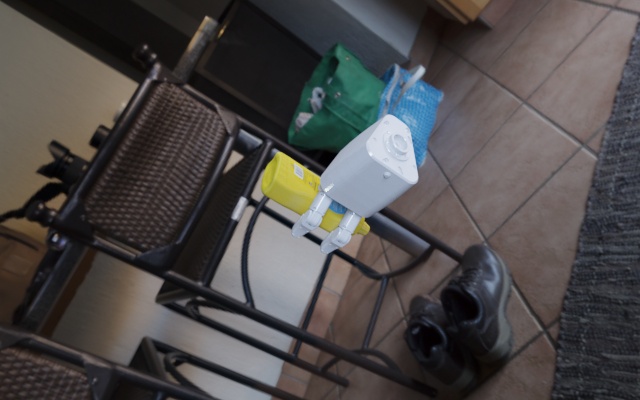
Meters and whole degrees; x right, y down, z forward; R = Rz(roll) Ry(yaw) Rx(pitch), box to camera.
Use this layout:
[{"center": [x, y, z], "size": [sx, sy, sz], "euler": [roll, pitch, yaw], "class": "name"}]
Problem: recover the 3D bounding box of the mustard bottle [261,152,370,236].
[{"center": [0.000, 0.003, 0.755], "size": [0.192, 0.058, 0.096], "euler": [31, 24, -20], "class": "mustard bottle"}]
